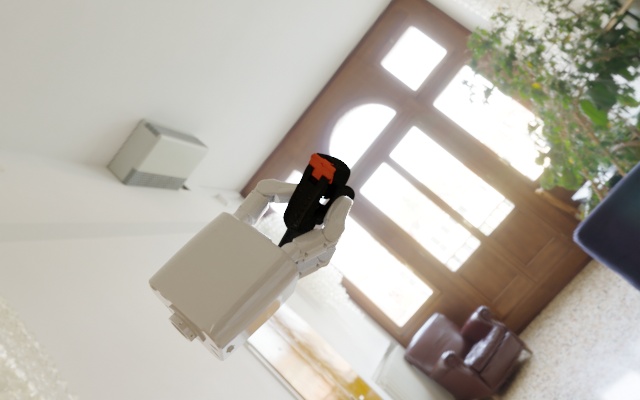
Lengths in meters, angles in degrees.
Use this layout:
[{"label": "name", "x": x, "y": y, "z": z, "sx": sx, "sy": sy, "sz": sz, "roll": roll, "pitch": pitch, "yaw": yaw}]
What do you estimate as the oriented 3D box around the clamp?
[{"label": "clamp", "x": -0.001, "y": 0.001, "z": 0.544, "sx": 0.036, "sy": 0.164, "sz": 0.210, "roll": 38, "pitch": -28, "yaw": 11}]
